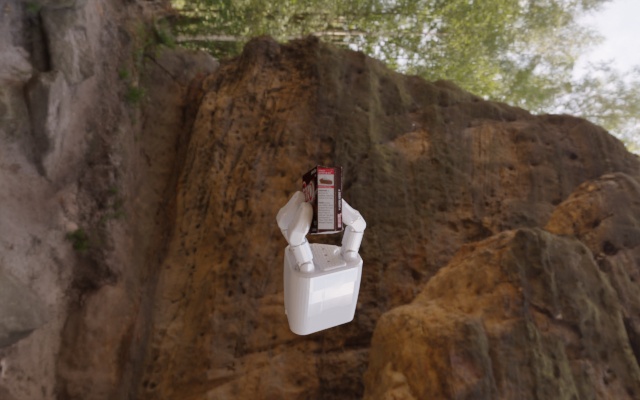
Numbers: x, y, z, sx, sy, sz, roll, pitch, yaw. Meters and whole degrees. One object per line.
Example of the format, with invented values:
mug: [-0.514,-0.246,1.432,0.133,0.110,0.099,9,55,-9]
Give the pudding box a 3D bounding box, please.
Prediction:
pudding box: [0.000,0.002,0.672,0.039,0.090,0.113,0,-4,-14]
